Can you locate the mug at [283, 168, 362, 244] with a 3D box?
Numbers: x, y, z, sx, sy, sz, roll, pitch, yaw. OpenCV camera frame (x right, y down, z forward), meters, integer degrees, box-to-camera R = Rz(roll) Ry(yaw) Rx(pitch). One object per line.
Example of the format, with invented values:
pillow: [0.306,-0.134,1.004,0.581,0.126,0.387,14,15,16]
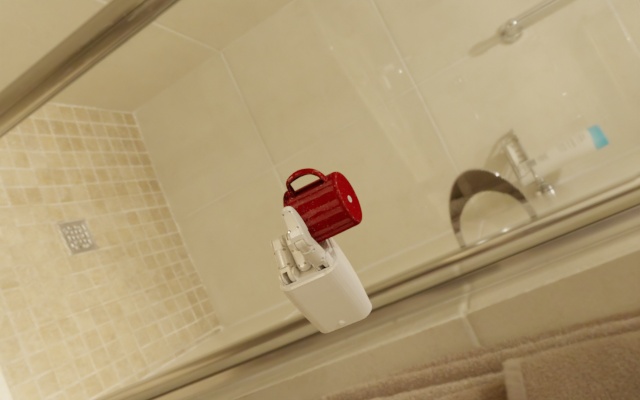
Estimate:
mug: [0.000,0.001,0.666,0.081,0.117,0.093,-26,28,19]
